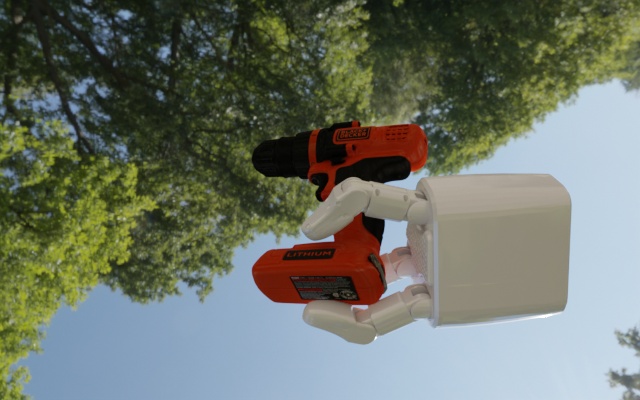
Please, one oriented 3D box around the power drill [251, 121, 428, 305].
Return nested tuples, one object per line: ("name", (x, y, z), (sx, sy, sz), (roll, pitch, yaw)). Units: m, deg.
("power drill", (0.000, 0.002, 0.439), (0.184, 0.187, 0.057), (-4, -42, 22))
